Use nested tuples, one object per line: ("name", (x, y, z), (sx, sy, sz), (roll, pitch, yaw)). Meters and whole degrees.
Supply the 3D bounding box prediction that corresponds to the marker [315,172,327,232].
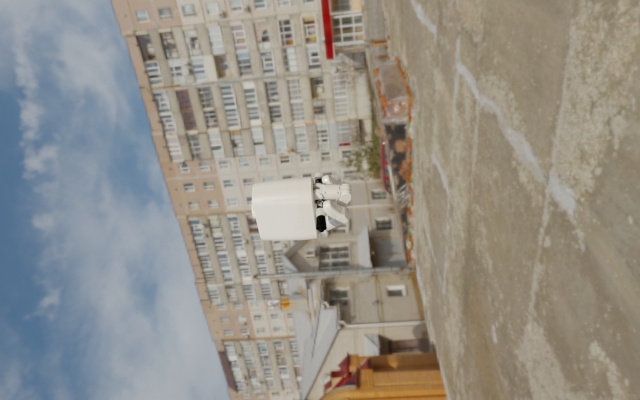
("marker", (0.000, 0.003, 0.832), (0.020, 0.121, 0.020), (-1, -36, -1))
